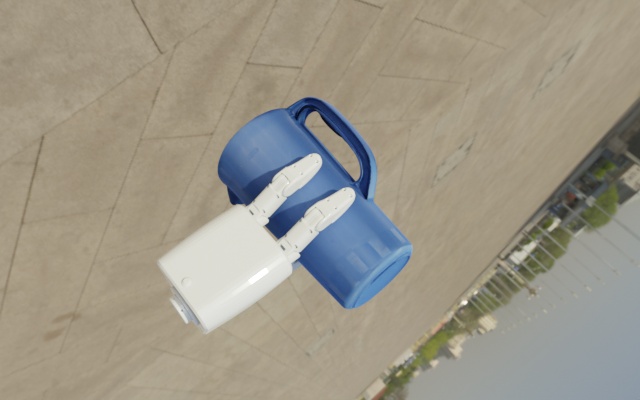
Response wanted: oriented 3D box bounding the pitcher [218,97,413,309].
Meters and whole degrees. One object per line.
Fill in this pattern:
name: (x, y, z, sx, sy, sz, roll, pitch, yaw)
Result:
pitcher: (0.000, 0.002, 0.583, 0.145, 0.242, 0.149, -34, -22, -24)
